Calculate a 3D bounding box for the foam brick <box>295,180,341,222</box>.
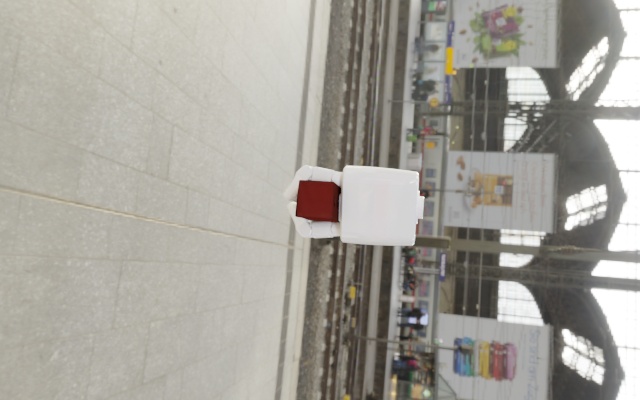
[{"bbox_3d":[0.000,0.002,0.683,0.051,0.053,0.078,4,-4,12],"label":"foam brick"}]
